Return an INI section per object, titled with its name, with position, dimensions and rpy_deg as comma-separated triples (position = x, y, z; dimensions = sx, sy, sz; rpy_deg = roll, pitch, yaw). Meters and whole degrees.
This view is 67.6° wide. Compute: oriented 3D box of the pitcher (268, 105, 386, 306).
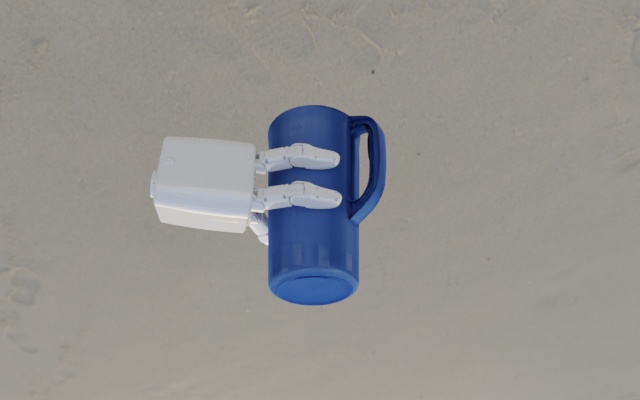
[pitcher]
position = 0.000, 0.002, 0.618
dimensions = 0.145, 0.242, 0.149
rpy_deg = 6, -33, -11
